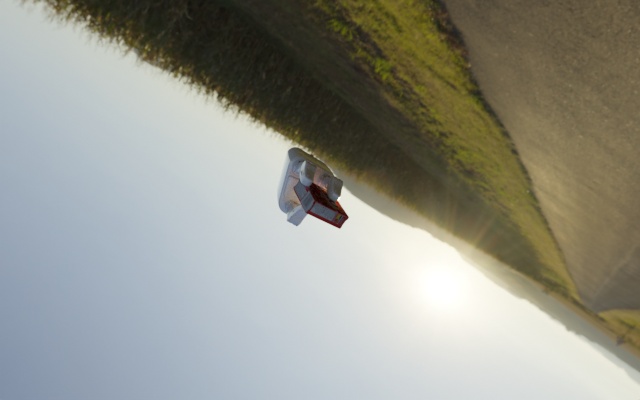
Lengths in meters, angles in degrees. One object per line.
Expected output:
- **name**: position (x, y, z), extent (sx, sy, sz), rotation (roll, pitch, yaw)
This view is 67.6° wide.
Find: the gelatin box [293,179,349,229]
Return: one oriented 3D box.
- **gelatin box**: position (0.000, 0.003, 0.804), extent (0.073, 0.030, 0.089), rotation (27, 18, -29)
